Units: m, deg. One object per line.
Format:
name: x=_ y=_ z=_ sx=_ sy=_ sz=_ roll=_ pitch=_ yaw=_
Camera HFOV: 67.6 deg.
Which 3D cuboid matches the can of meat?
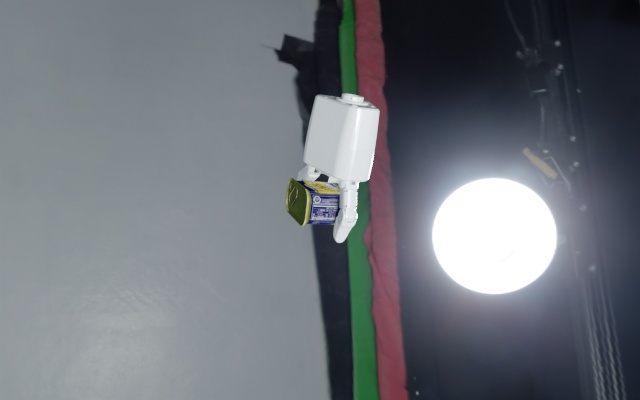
can of meat: x=0.000 y=0.003 z=0.752 sx=0.084 sy=0.057 sz=0.102 roll=2 pitch=15 yaw=-22
